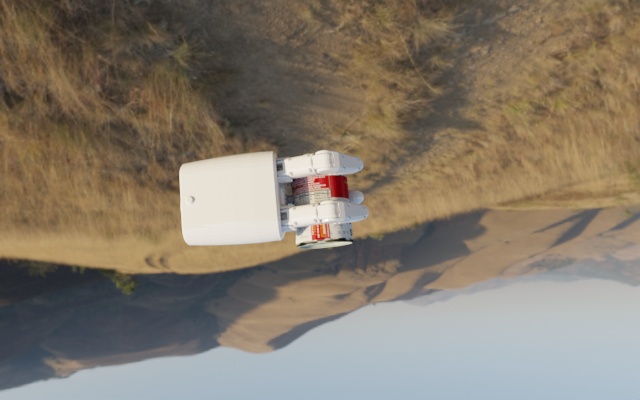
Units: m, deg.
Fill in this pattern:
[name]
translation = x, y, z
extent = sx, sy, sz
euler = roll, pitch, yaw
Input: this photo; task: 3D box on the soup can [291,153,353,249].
[soup can]
translation = 0.001, 0.002, 0.556
extent = 0.068, 0.102, 0.068
euler = -5, -10, -1
